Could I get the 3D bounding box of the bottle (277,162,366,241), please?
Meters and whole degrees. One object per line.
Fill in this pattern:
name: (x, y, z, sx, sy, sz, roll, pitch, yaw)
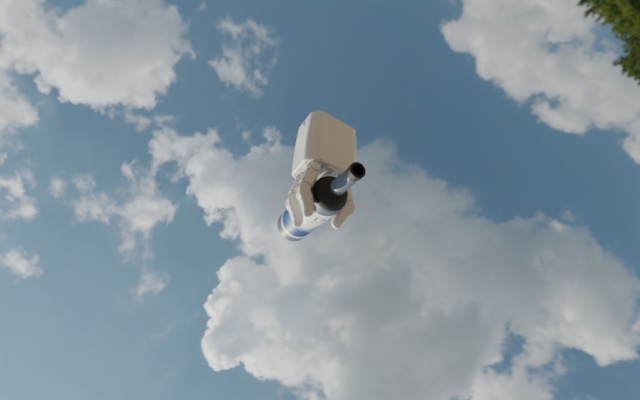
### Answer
bottle: (0.000, 0.003, 0.866, 0.069, 0.069, 0.296, 0, -20, -25)
